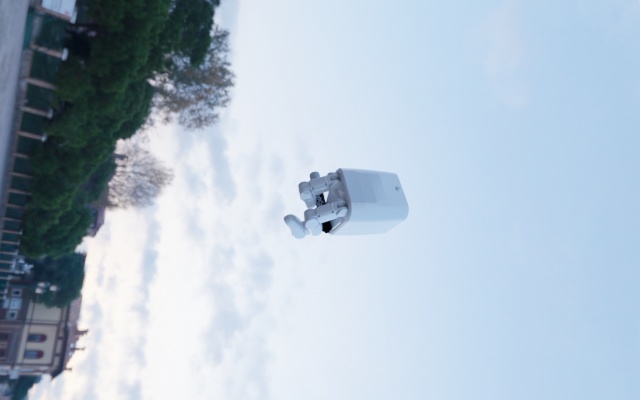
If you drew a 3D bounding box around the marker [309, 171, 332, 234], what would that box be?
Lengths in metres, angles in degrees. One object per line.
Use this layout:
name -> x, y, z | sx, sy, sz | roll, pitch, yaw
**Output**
marker -> 0.000, 0.003, 0.806 | 0.020, 0.121, 0.020 | -8, -35, -6
